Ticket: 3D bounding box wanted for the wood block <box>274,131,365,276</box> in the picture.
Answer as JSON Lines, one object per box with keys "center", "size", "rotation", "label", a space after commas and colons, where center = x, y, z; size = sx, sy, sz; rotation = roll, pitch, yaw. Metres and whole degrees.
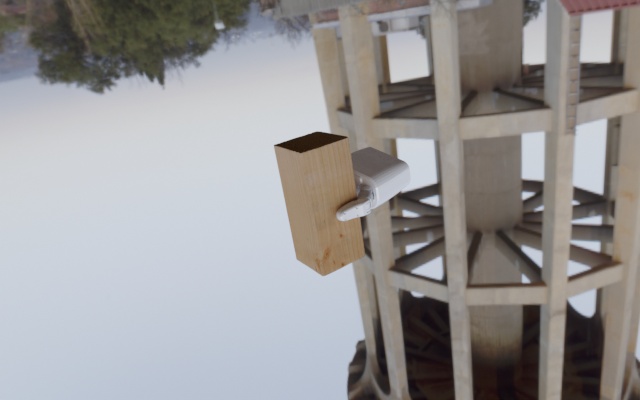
{"center": [0.001, 0.003, 0.774], "size": [0.090, 0.206, 0.091], "rotation": [-22, 24, -28], "label": "wood block"}
